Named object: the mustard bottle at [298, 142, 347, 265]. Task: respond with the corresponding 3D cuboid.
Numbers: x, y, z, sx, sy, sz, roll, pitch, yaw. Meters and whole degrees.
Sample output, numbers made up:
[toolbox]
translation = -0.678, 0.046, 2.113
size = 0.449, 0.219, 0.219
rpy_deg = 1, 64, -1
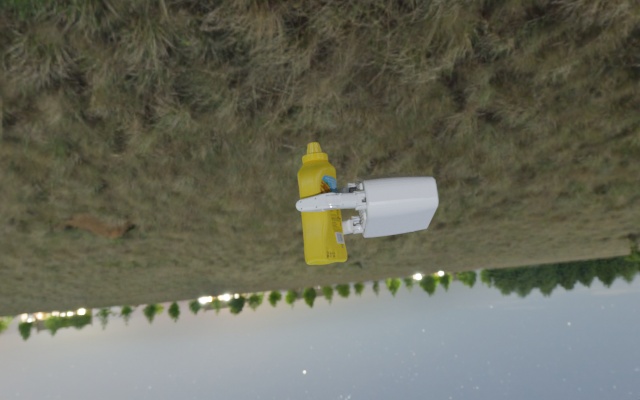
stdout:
[mustard bottle]
translation = 0.000, 0.003, 0.747
size = 0.058, 0.191, 0.096
rpy_deg = -10, -10, 22
